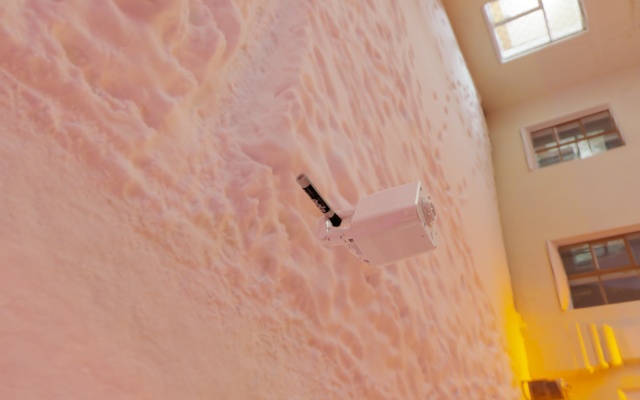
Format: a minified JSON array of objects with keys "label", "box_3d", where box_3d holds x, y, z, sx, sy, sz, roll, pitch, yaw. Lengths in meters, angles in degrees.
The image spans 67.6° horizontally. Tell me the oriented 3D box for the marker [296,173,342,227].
[{"label":"marker","box_3d":[0.000,0.003,0.767,0.020,0.020,0.121,0,-40,41]}]
